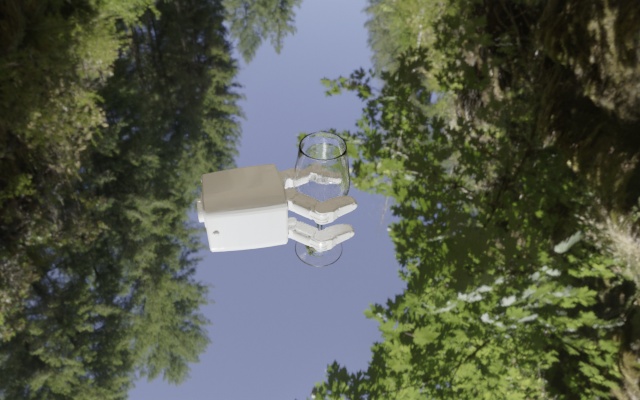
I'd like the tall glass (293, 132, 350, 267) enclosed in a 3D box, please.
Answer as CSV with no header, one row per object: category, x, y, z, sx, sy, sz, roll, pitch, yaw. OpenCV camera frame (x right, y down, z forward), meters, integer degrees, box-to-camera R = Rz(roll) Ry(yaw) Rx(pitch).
tall glass,0.000,0.003,0.678,0.079,0.201,0.079,2,43,-1
